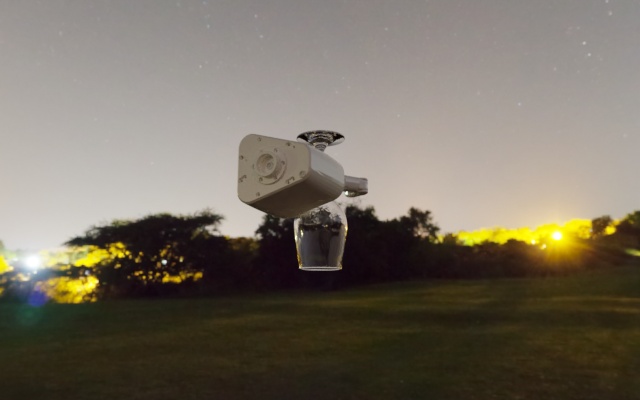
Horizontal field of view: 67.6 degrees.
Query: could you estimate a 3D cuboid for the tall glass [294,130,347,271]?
[{"bbox_3d":[0.000,0.002,0.710,0.079,0.201,0.079,0,-11,0],"label":"tall glass"}]
